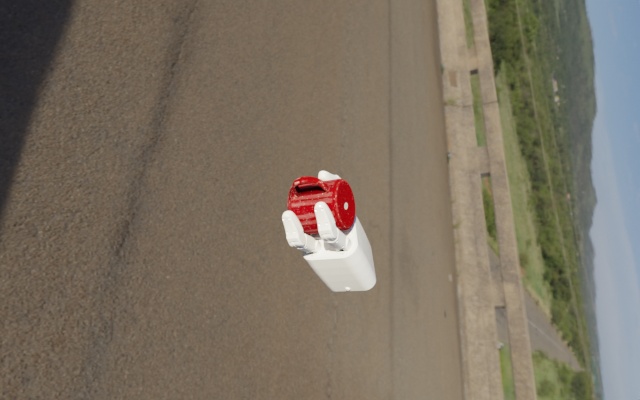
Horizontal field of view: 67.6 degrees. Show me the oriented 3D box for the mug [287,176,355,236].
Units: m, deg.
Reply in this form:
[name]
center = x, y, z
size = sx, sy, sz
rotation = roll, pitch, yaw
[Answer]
[mug]
center = 0.000, 0.001, 0.755
size = 0.081, 0.093, 0.117
rotation = -8, -44, 26
